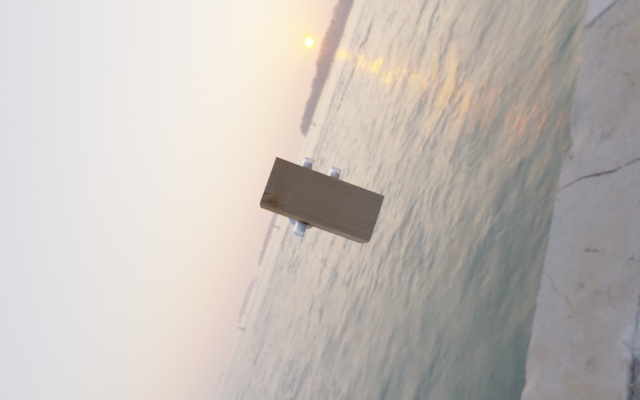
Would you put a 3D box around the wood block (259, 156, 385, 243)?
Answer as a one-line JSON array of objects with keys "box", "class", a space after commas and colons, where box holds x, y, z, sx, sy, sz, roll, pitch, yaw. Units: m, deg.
[{"box": [0.000, 0.003, 0.882, 0.206, 0.091, 0.090, 19, -9, -4], "class": "wood block"}]
